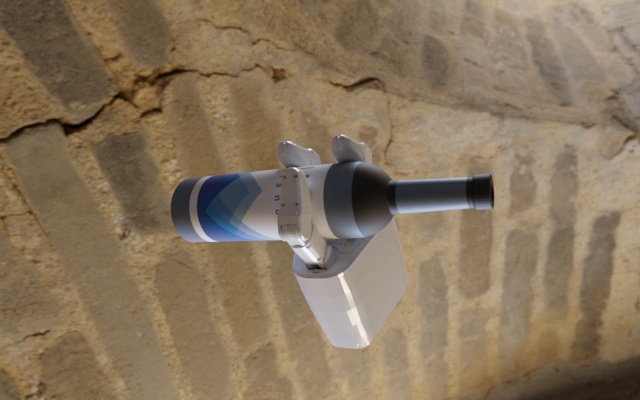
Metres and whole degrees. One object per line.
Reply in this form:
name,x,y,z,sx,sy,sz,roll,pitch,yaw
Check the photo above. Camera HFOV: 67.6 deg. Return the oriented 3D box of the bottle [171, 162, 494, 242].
bottle,0.000,0.001,0.431,0.296,0.069,0.069,-4,-2,26
